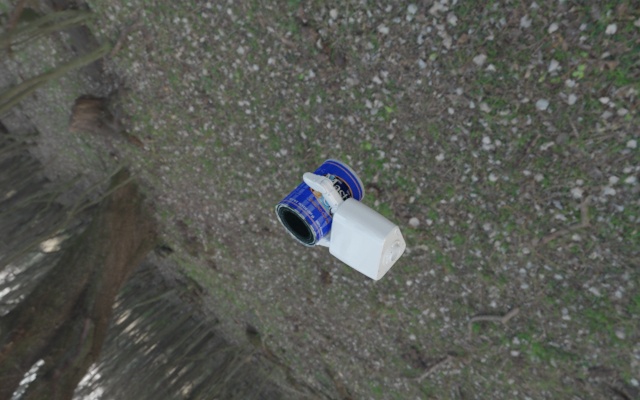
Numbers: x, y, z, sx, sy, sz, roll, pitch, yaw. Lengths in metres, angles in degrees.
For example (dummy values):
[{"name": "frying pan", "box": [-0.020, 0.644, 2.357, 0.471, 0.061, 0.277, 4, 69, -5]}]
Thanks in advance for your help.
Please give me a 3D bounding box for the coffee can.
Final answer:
[{"name": "coffee can", "box": [0.000, 0.003, 0.895, 0.140, 0.103, 0.103, -43, 22, -25]}]
